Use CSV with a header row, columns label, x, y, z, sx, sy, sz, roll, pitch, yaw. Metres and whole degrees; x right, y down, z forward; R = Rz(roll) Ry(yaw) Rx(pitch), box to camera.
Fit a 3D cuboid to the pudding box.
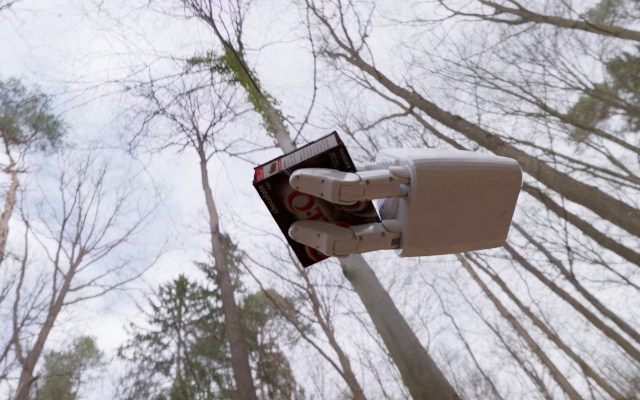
label,x,y,z,sx,sy,sz,roll,pitch,yaw
pudding box,0.000,0.001,0.455,0.090,0.113,0.039,-24,29,7
